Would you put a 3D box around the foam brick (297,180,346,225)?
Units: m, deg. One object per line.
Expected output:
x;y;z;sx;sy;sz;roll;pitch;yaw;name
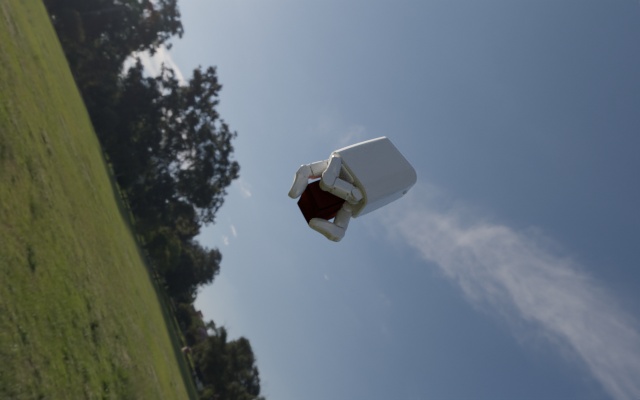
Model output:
0.000;0.003;0.805;0.051;0.053;0.078;-21;-16;-22;foam brick
